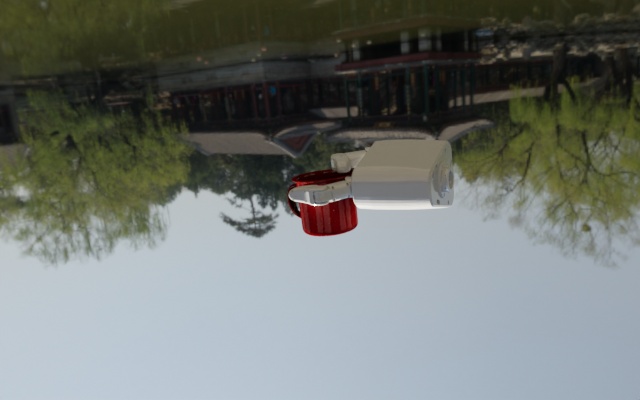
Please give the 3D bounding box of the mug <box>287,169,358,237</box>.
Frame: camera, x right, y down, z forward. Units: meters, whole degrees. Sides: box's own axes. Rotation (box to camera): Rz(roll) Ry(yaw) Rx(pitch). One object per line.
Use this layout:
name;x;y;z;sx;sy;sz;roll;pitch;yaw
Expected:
mug;-0.001;0.002;0.693;0.117;0.081;0.093;1;14;33
